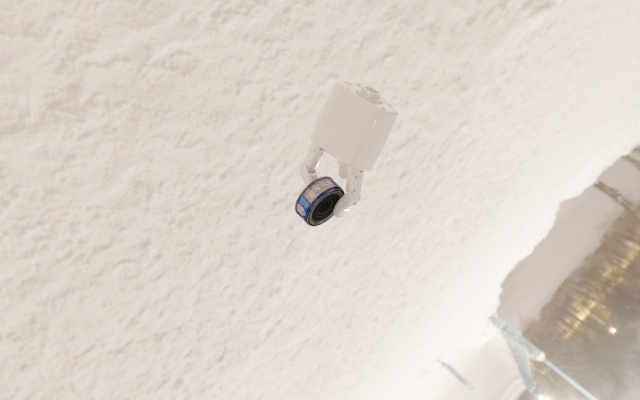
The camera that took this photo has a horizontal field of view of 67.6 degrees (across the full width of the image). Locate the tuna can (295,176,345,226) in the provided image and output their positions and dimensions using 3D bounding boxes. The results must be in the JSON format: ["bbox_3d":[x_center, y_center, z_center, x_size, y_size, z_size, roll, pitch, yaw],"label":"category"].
[{"bbox_3d":[0.000,0.003,0.808,0.033,0.086,0.086,45,25,28],"label":"tuna can"}]
